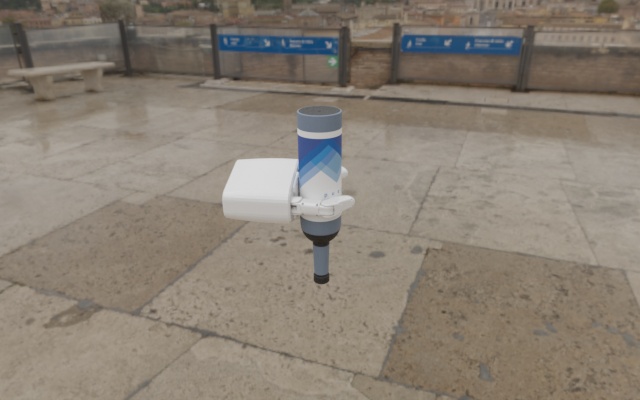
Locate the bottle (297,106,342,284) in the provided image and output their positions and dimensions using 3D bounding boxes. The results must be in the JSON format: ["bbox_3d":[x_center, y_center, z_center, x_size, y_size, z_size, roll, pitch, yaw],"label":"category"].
[{"bbox_3d":[0.000,0.002,0.761,0.069,0.296,0.069,-1,24,0],"label":"bottle"}]
